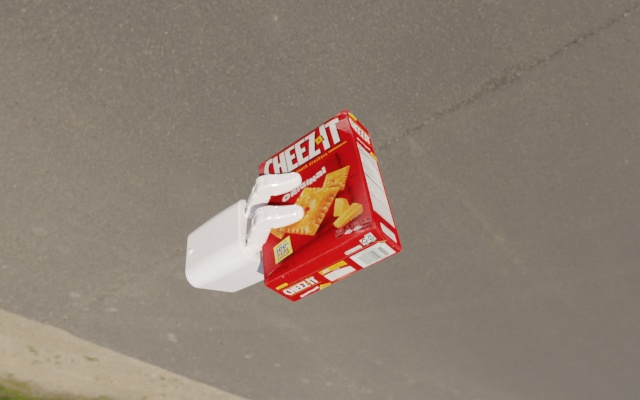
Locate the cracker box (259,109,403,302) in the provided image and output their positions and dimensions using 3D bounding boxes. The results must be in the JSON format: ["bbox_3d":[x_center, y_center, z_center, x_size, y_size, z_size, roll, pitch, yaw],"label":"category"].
[{"bbox_3d":[0.000,0.002,0.634,0.164,0.213,0.072,-29,-44,22],"label":"cracker box"}]
